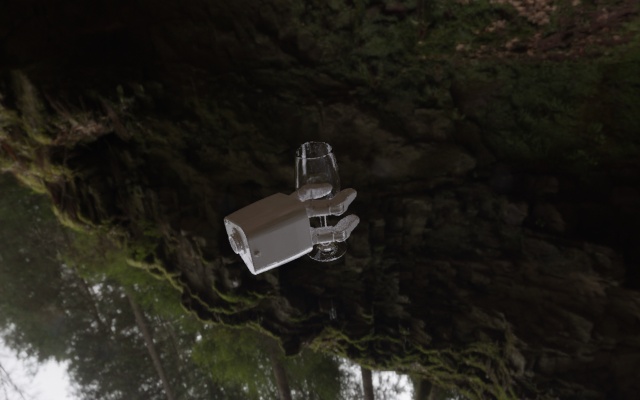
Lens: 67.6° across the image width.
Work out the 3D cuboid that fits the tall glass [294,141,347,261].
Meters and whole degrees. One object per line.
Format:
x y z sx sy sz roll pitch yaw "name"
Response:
0.000 0.003 0.812 0.079 0.201 0.079 -5 32 3 "tall glass"
